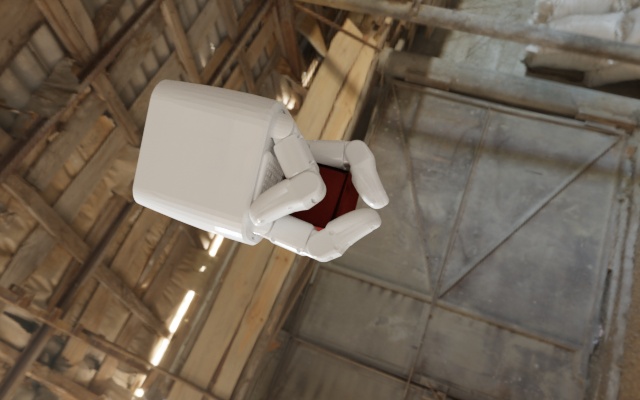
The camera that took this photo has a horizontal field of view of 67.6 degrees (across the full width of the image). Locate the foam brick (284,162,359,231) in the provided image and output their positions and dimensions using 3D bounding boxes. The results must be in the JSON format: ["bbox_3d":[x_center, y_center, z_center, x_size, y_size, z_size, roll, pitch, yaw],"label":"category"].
[{"bbox_3d":[0.000,0.002,0.421,0.051,0.053,0.078,15,-10,14],"label":"foam brick"}]
